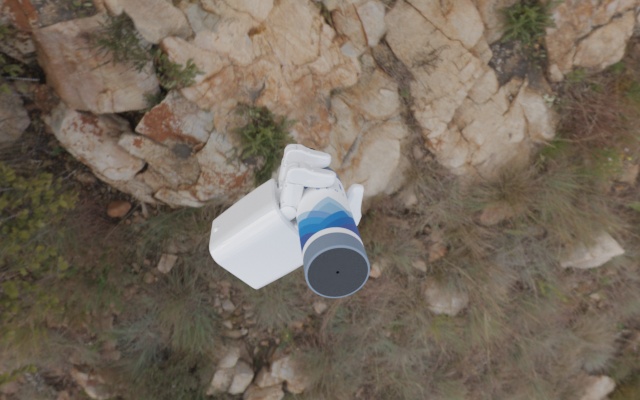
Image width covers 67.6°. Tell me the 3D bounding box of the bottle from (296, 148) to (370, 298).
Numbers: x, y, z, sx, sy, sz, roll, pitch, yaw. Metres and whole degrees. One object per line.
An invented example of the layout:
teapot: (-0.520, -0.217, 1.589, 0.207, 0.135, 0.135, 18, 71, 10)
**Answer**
bottle: (0.000, 0.002, 0.607, 0.069, 0.069, 0.295, 0, 29, -8)
